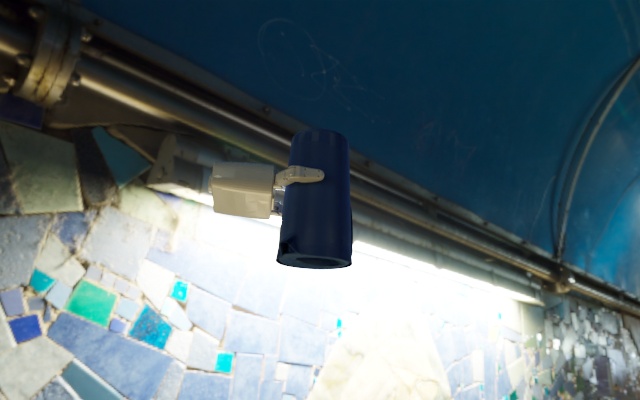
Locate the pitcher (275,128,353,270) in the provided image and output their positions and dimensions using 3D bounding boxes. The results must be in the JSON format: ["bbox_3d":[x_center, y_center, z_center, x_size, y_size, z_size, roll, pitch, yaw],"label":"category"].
[{"bbox_3d":[0.000,0.003,0.863,0.145,0.242,0.149,5,-18,-5],"label":"pitcher"}]
